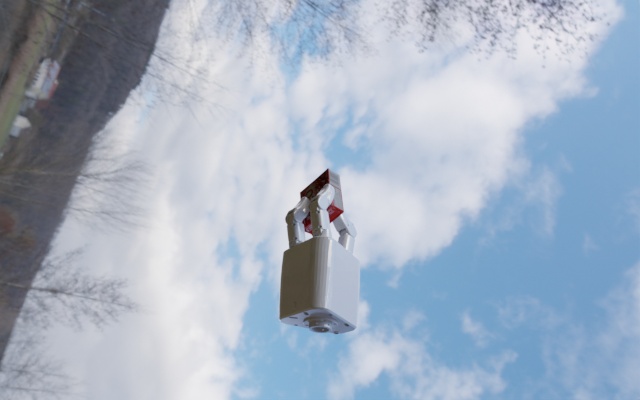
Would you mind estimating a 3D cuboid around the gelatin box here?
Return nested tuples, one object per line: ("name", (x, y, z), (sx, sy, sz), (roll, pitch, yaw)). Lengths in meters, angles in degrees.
("gelatin box", (0.000, 0.002, 0.773), (0.030, 0.089, 0.073), (30, -53, -30))
